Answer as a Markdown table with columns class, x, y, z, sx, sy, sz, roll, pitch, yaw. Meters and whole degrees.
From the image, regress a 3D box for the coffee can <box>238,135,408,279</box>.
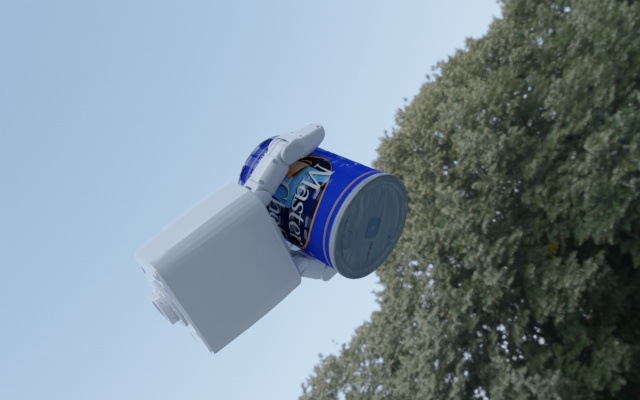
| class | x | y | z | sx | sy | sz | roll | pitch | yaw |
| --- | --- | --- | --- | --- | --- | --- | --- | --- | --- |
| coffee can | 0.000 | 0.001 | 0.475 | 0.140 | 0.103 | 0.103 | 26 | 17 | 39 |
